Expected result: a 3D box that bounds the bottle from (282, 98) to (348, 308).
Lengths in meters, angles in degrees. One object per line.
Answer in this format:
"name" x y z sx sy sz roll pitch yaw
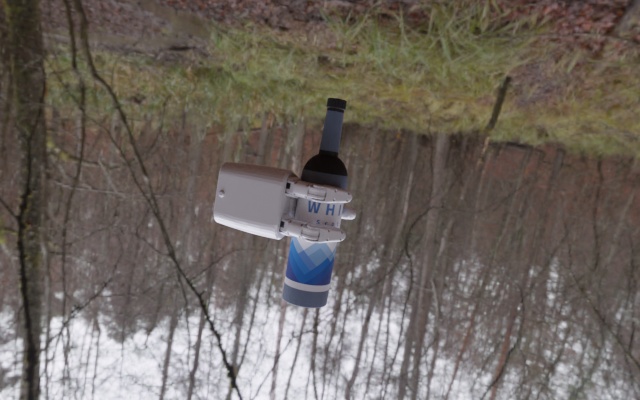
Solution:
"bottle" 0.000 0.003 0.687 0.069 0.296 0.069 9 6 -1
